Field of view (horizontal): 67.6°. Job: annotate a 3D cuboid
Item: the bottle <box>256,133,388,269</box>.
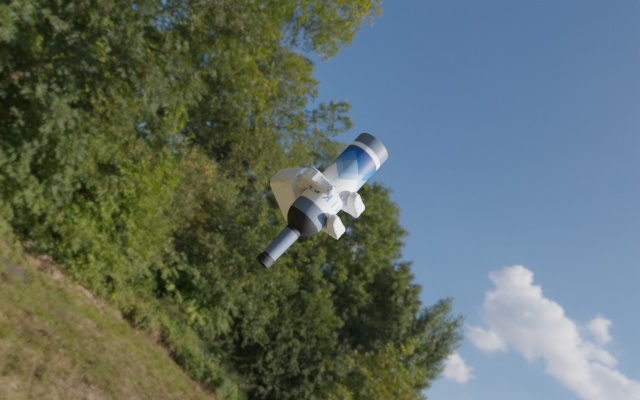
[{"bbox_3d":[0.000,0.003,0.828,0.295,0.069,0.069,-46,17,-18],"label":"bottle"}]
